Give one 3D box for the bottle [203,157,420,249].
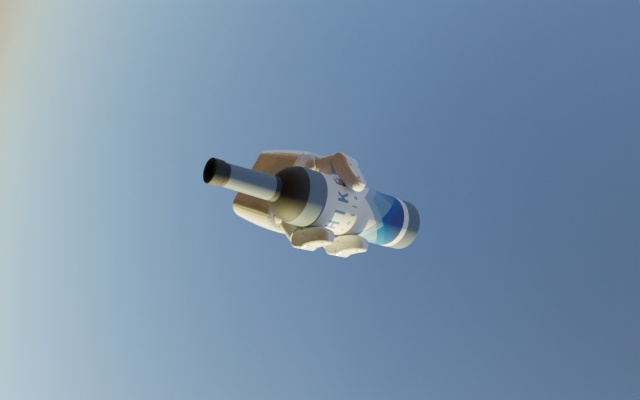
[{"bbox_3d":[0.000,0.002,0.565,0.296,0.069,0.069,16,-10,-39],"label":"bottle"}]
